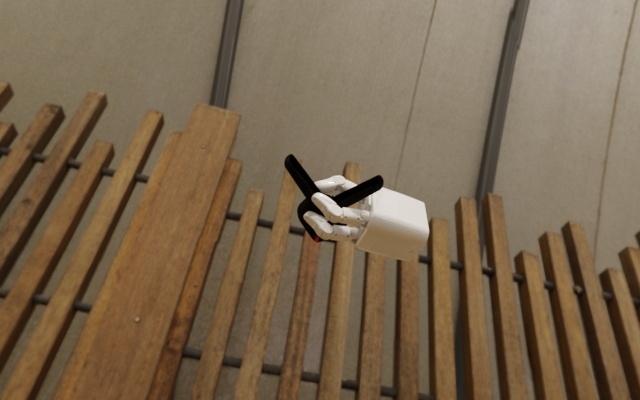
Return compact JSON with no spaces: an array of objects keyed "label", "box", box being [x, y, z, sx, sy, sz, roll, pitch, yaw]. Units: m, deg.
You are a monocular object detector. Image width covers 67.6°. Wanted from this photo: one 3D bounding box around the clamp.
[{"label":"clamp","box":[0.000,0.003,0.842,0.164,0.036,0.210,19,-39,-5]}]
